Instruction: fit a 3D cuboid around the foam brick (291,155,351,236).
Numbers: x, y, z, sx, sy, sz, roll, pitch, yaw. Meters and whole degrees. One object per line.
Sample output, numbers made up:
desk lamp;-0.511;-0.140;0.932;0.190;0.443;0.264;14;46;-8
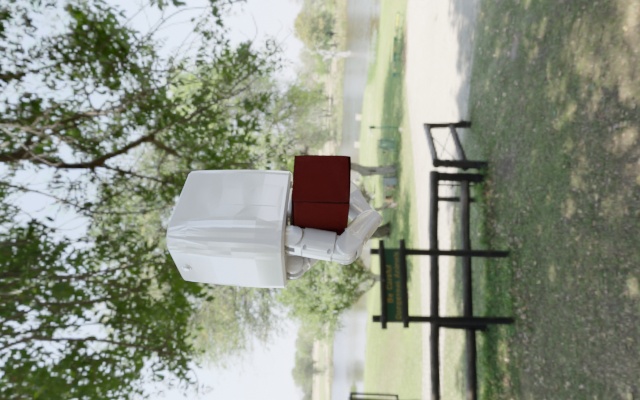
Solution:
foam brick;0.000;0.001;0.444;0.051;0.053;0.078;3;-34;0
